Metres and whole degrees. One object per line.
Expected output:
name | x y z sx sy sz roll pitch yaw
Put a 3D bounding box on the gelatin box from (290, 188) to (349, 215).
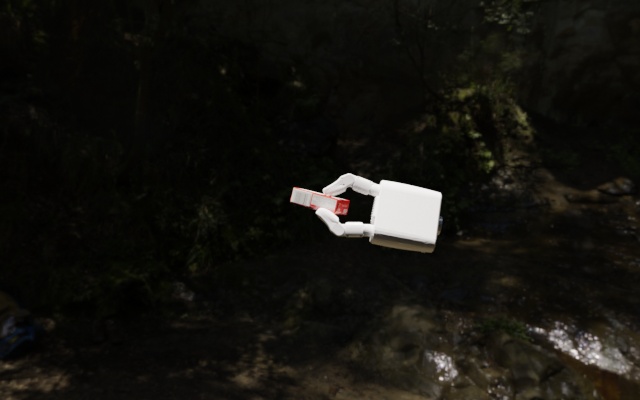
gelatin box | 0.000 0.002 0.859 0.089 0.030 0.073 15 2 17
